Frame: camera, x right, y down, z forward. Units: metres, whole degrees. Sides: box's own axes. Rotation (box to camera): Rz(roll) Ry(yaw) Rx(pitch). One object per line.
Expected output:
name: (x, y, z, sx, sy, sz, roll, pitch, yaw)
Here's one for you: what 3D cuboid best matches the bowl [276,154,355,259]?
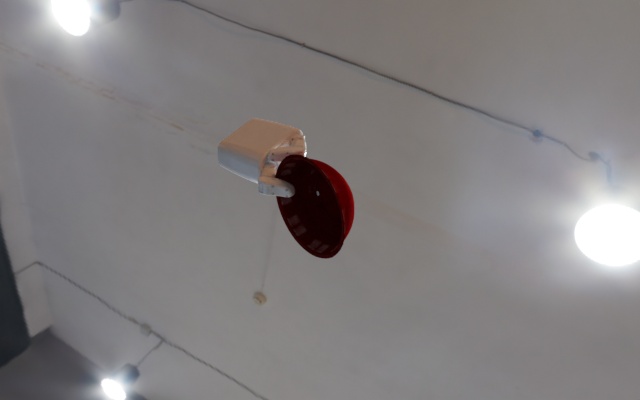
bowl: (0.001, 0.003, 0.712, 0.055, 0.162, 0.162, -23, 13, -34)
